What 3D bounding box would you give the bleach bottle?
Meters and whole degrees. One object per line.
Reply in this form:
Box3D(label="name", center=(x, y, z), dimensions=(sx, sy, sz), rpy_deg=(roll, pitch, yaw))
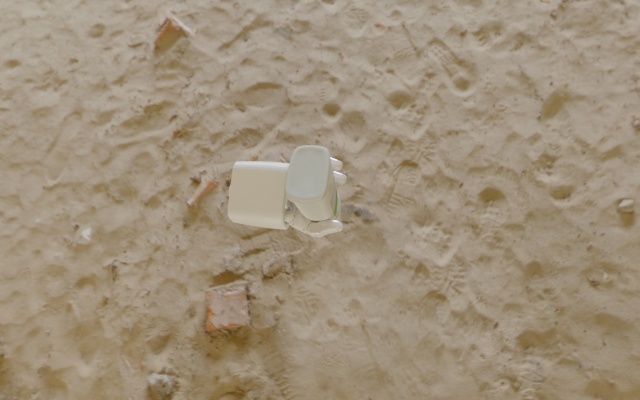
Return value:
Box3D(label="bleach bottle", center=(0.000, 0.003, 0.851), dimensions=(0.068, 0.102, 0.251), rpy_deg=(4, -22, 11))
